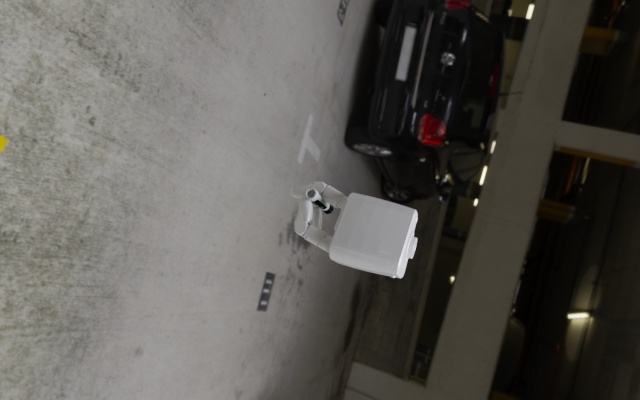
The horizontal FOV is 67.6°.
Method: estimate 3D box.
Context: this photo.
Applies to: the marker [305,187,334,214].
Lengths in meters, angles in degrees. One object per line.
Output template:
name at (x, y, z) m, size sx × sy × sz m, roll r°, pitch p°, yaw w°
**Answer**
marker at (0.000, 0.003, 0.779) m, size 0.020 × 0.020 × 0.121 m, roll 0°, pitch -13°, yaw 15°
